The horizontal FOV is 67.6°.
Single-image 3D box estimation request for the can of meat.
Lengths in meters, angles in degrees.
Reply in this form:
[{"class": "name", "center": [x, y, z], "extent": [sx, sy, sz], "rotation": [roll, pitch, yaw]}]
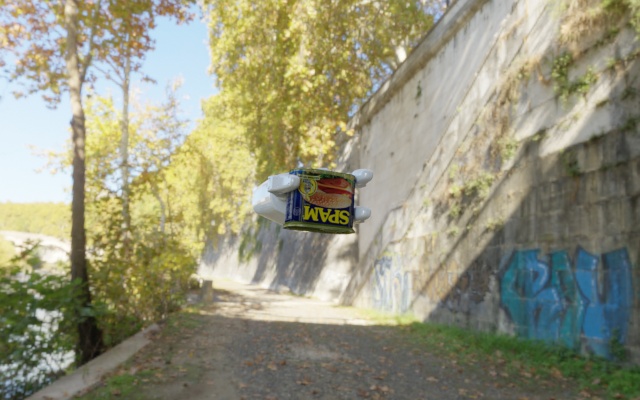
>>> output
[{"class": "can of meat", "center": [0.000, 0.002, 0.685], "extent": [0.102, 0.084, 0.057], "rotation": [8, -10, -21]}]
